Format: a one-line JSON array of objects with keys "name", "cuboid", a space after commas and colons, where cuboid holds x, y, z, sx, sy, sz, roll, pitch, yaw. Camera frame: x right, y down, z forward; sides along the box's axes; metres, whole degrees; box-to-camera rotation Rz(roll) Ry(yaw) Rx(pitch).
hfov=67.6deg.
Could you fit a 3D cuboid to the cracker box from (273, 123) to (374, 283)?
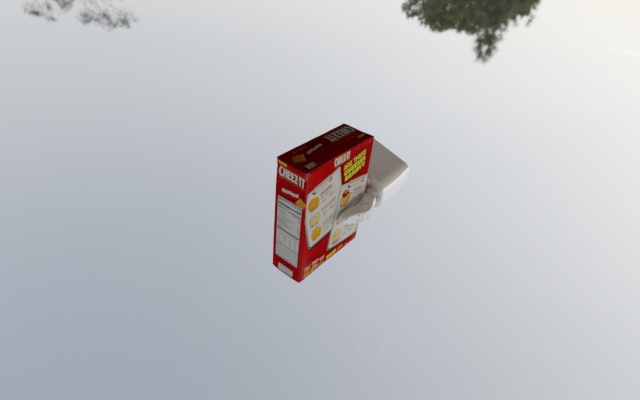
[{"name": "cracker box", "cuboid": [0.000, 0.003, 0.774, 0.072, 0.214, 0.164, 28, 41, 28]}]
